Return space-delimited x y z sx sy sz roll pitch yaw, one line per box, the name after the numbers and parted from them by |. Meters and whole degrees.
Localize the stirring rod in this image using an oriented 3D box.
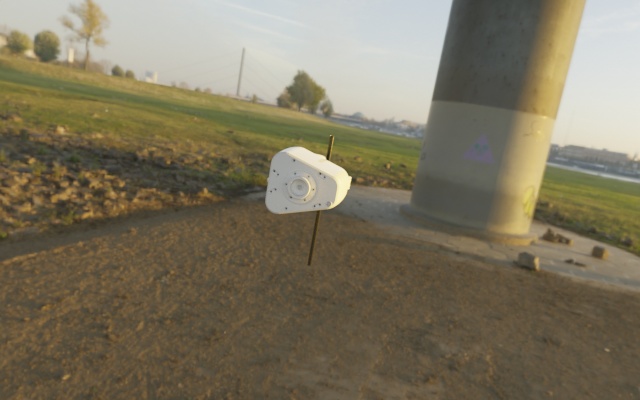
0.000 0.003 0.862 0.011 0.239 0.011 10 10 -2 | stirring rod
